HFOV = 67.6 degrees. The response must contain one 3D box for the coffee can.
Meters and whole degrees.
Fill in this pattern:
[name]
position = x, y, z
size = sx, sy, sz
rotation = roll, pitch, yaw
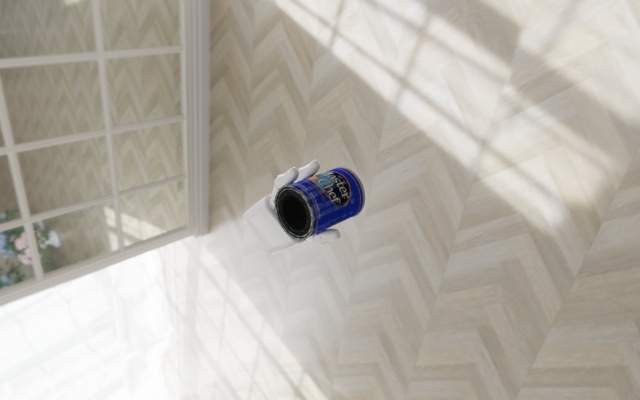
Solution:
[coffee can]
position = 0.000, 0.003, 0.889
size = 0.140, 0.103, 0.103
rotation = -22, 15, -41
